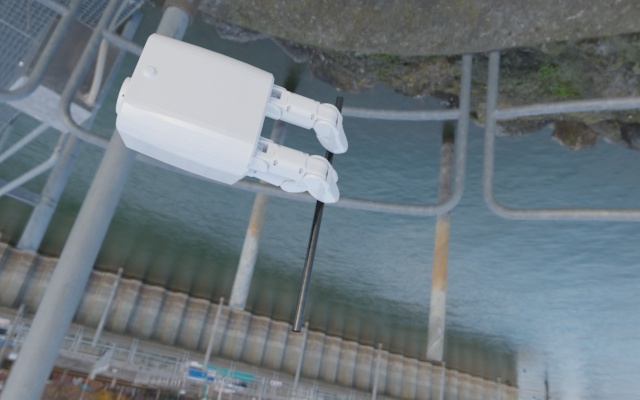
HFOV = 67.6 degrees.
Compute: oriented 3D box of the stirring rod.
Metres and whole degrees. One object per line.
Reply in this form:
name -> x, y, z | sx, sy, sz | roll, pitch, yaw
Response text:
stirring rod -> 0.000, 0.001, 0.447 | 0.011, 0.239, 0.011 | 9, -25, 4
